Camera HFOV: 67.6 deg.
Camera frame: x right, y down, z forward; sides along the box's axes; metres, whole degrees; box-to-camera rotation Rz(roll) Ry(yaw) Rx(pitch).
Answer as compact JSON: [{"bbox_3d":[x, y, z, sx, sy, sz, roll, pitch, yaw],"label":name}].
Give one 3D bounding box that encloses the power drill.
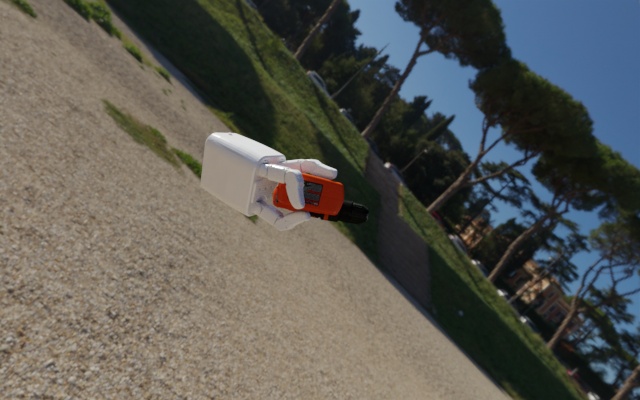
[{"bbox_3d":[0.000,0.003,0.833,0.184,0.057,0.188,11,-7,2],"label":"power drill"}]
